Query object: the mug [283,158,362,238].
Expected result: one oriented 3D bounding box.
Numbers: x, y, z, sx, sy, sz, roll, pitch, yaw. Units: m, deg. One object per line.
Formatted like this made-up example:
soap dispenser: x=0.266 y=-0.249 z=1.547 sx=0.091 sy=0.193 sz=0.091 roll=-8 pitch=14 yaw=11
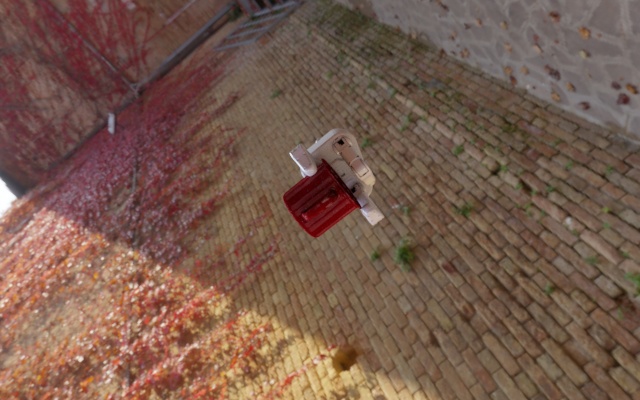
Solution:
mug: x=0.000 y=0.003 z=0.680 sx=0.081 sy=0.093 sz=0.117 roll=-38 pitch=9 yaw=7
